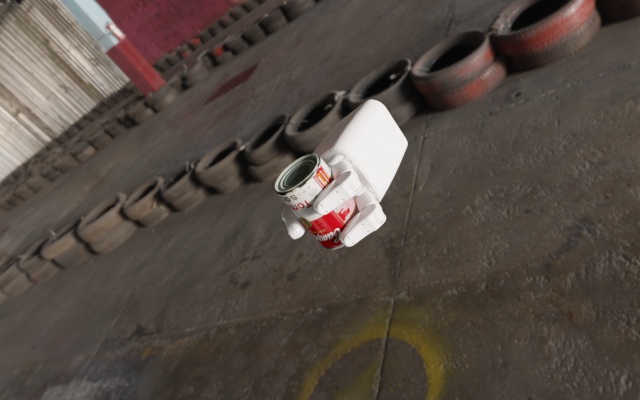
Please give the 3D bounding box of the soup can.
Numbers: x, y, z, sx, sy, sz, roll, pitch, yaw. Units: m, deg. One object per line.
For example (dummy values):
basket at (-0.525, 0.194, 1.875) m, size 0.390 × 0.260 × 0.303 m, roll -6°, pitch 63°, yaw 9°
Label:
soup can at (0.000, 0.002, 0.584) m, size 0.068 × 0.068 × 0.102 m, roll 0°, pitch -43°, yaw 51°
